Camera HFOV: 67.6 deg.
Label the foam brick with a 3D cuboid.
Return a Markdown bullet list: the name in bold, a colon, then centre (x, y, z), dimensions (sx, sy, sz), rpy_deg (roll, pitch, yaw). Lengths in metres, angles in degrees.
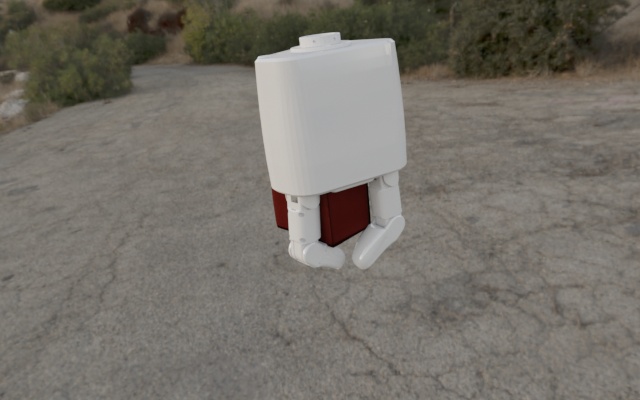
- **foam brick**: centre (0.000, 0.001, 0.437), dimensions (0.053, 0.051, 0.078), rpy_deg (-26, 28, -38)
